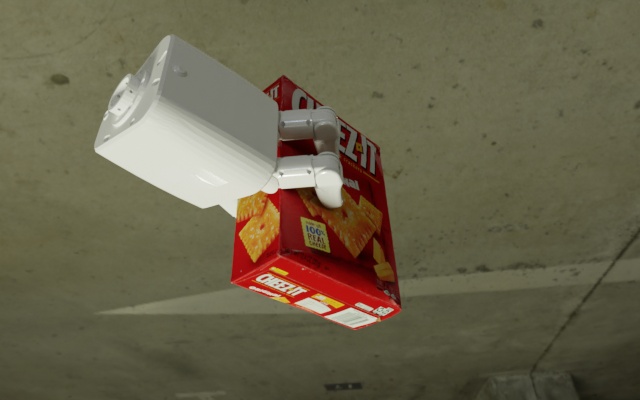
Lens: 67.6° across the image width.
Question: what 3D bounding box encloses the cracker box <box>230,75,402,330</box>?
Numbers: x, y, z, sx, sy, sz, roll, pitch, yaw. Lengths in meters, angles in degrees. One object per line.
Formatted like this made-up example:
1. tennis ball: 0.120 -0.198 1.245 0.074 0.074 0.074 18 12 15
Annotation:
1. cracker box: 0.000 0.002 0.482 0.072 0.213 0.164 -30 -44 33
